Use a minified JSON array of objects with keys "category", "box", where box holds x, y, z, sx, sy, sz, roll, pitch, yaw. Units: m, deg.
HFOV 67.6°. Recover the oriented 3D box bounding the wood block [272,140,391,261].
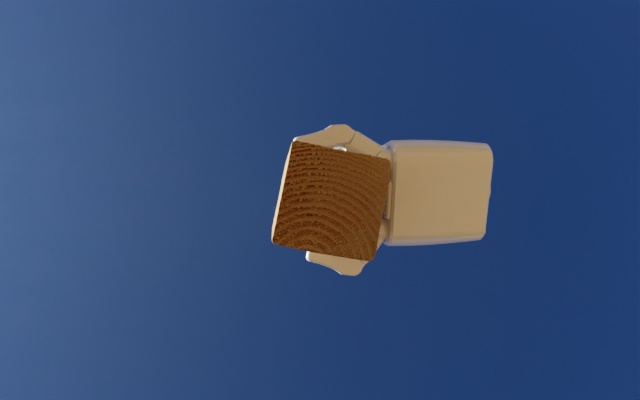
[{"category":"wood block","box":[0.000,0.002,0.502,0.090,0.091,0.206,11,-2,-5]}]
